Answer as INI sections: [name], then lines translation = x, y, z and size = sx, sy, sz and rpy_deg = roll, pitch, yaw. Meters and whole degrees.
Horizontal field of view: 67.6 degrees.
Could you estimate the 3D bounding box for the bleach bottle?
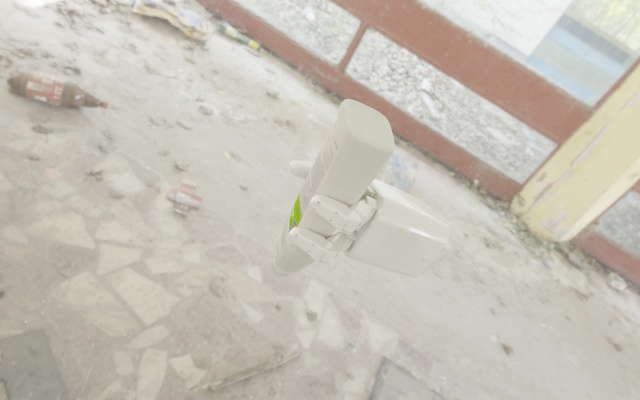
[bleach bottle]
translation = 0.000, 0.002, 0.611
size = 0.068, 0.251, 0.102
rpy_deg = 22, 34, -16
